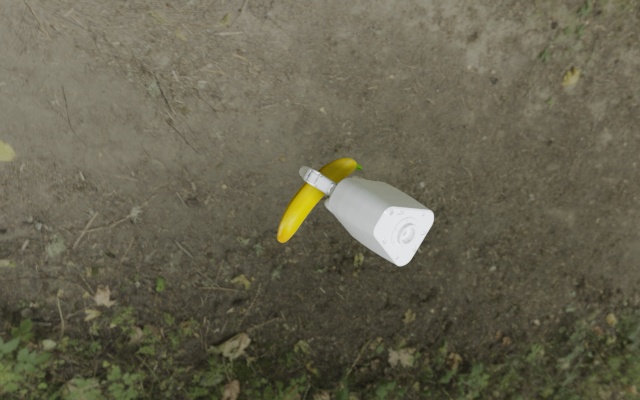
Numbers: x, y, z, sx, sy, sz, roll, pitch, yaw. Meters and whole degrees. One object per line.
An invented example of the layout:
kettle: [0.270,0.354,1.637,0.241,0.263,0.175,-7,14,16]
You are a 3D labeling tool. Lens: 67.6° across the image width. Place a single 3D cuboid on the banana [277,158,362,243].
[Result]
banana: [-0.004,-0.012,0.789,0.037,0.198,0.070,35,-19,44]
